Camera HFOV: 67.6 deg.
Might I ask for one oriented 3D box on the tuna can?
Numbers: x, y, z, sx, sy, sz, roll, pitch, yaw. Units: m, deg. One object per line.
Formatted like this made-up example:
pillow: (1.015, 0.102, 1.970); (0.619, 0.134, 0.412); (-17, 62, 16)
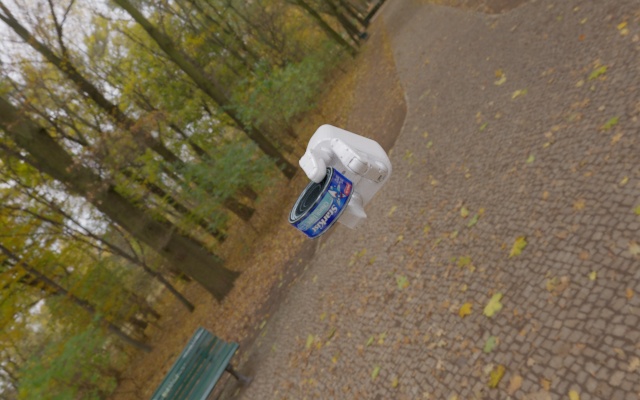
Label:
tuna can: (0.000, 0.002, 0.570); (0.034, 0.086, 0.086); (37, -12, -16)
